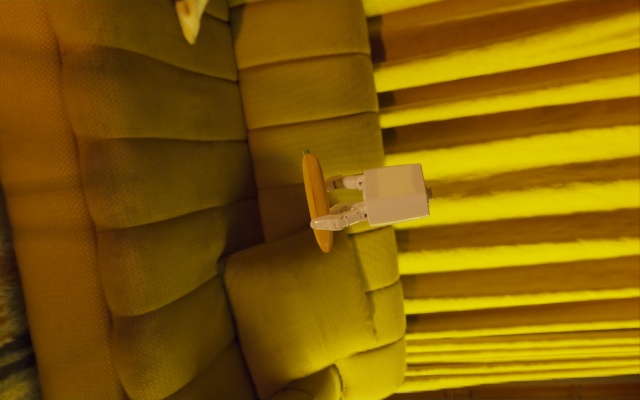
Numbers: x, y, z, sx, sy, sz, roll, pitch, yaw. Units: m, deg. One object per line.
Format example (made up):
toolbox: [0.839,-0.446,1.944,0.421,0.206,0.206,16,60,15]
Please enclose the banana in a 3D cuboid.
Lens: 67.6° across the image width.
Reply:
banana: [-0.003,0.000,0.868,0.037,0.198,0.069,-10,0,7]
